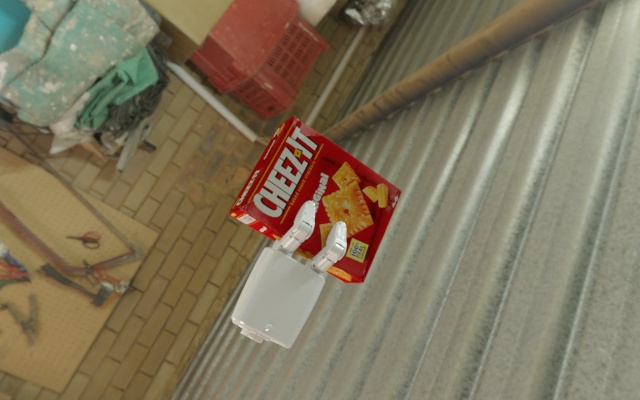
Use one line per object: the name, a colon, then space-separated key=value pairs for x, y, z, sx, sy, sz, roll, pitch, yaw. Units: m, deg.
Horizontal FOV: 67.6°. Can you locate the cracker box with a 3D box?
cracker box: x=0.000 y=0.002 z=0.713 sx=0.214 sy=0.164 sz=0.072 roll=33 pitch=-21 yaw=-17
